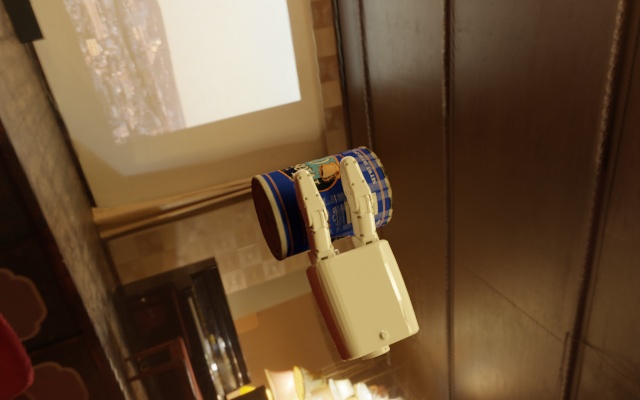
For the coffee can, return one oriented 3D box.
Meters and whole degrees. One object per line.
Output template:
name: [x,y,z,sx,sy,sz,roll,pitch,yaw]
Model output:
coffee can: [0.000,0.002,0.572,0.140,0.103,0.103,-17,5,-17]
